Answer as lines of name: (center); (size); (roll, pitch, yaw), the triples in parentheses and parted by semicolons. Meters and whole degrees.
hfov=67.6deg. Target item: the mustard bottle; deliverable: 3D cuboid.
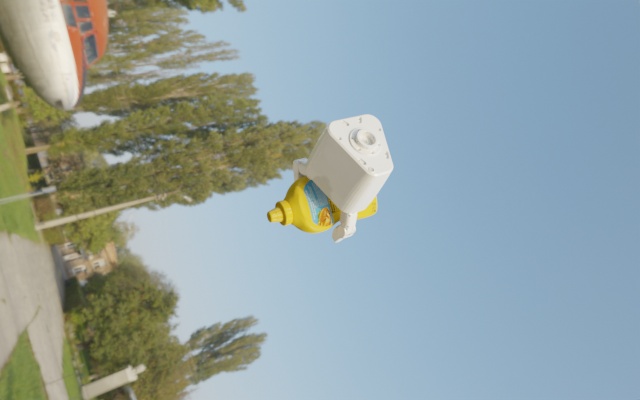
mustard bottle: (0.000, 0.003, 0.797); (0.191, 0.096, 0.058); (-17, 1, -28)
